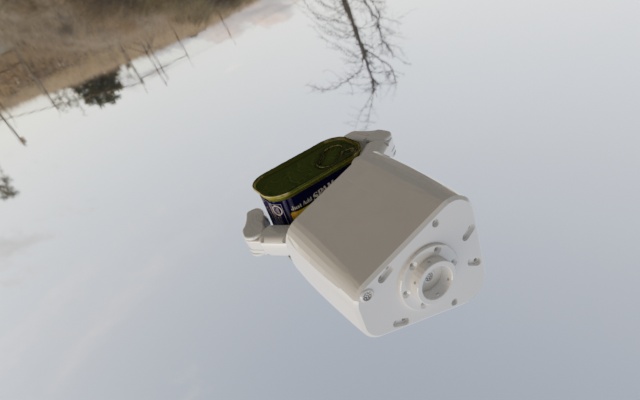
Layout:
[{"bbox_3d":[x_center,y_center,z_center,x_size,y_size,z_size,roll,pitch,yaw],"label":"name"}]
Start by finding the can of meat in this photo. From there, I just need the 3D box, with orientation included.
[{"bbox_3d":[0.000,0.002,0.448,0.102,0.084,0.057,-31,31,-18],"label":"can of meat"}]
